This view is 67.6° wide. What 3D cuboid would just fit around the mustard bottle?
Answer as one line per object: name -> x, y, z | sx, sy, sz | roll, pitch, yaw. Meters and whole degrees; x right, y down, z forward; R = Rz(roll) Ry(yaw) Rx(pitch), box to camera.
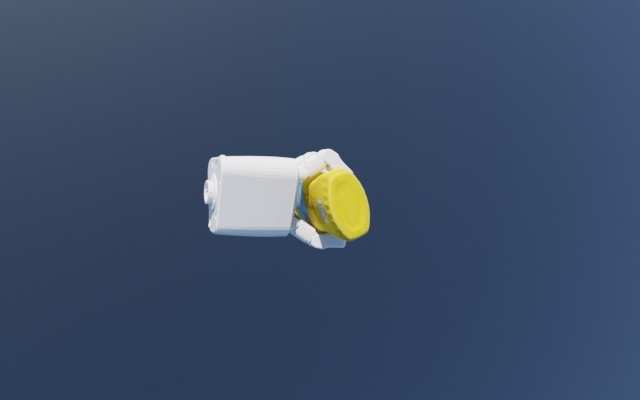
mustard bottle -> 0.001, 0.002, 0.711 | 0.058, 0.096, 0.191 | -25, 12, -21
